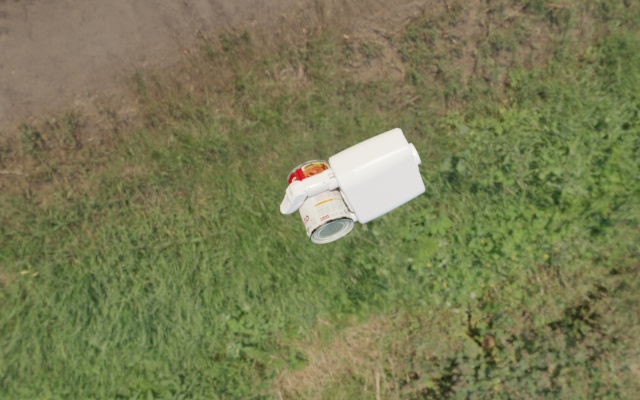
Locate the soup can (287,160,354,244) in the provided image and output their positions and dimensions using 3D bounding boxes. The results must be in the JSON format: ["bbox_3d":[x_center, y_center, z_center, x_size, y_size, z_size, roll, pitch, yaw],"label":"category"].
[{"bbox_3d":[0.000,0.003,0.687,0.068,0.102,0.068,-18,-27,-9],"label":"soup can"}]
